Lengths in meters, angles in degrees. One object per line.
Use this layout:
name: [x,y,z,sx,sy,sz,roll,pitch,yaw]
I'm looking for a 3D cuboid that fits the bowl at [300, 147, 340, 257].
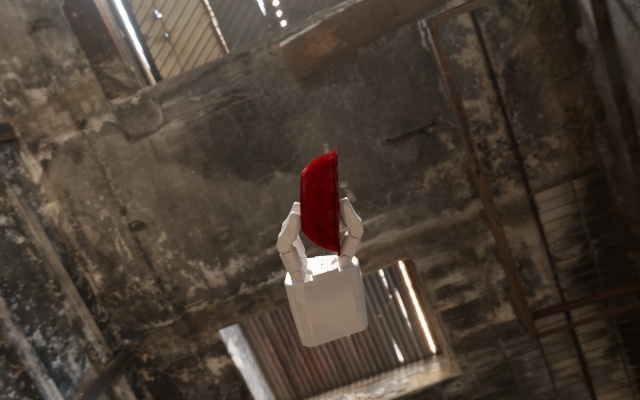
bowl: [0.000,0.001,0.704,0.055,0.162,0.162,-1,0,2]
